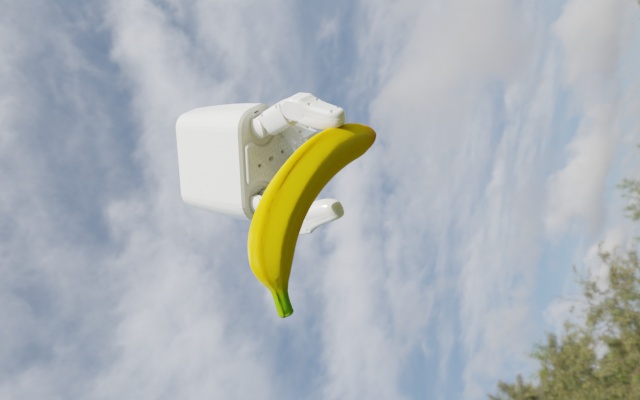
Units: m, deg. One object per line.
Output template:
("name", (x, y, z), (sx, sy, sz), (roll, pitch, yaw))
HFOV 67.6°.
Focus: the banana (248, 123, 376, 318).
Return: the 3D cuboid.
("banana", (-0.009, -0.008, 0.394), (0.037, 0.197, 0.070), (6, -35, 36))
